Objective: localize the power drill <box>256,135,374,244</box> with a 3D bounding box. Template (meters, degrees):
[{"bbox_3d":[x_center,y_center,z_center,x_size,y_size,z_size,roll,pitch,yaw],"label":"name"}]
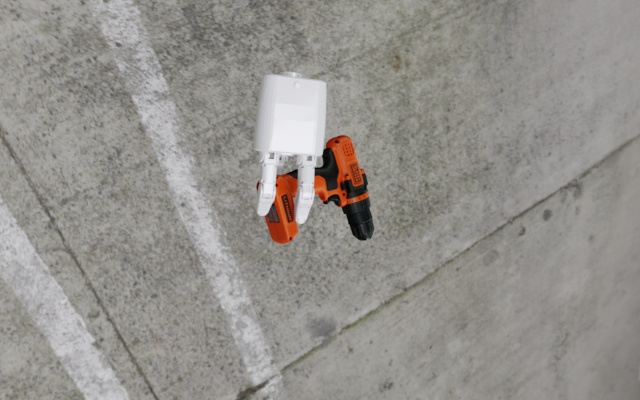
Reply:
[{"bbox_3d":[0.000,0.002,0.769,0.187,0.184,0.057,-23,10,-35],"label":"power drill"}]
